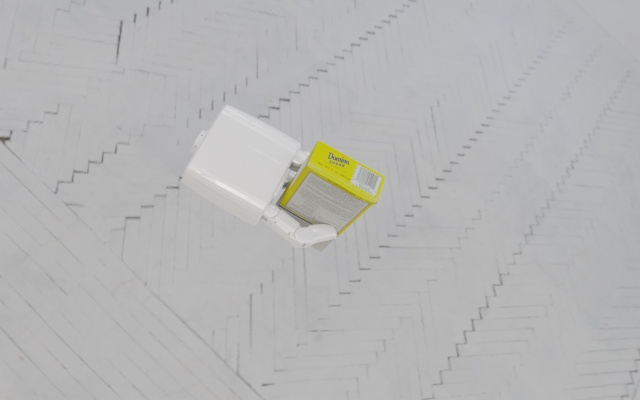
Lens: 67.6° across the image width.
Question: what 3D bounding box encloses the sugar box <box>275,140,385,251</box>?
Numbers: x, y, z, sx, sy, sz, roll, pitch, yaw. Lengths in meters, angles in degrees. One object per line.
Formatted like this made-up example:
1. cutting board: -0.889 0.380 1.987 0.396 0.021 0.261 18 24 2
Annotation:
1. sugar box: 0.000 0.001 0.613 0.093 0.048 0.176 29 -29 -8
